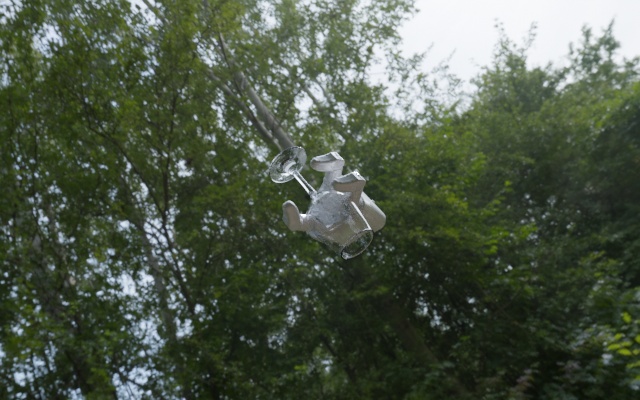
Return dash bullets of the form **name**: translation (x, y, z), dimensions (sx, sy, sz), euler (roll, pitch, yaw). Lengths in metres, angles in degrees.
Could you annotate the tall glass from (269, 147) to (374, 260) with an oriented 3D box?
- **tall glass**: translation (0.000, 0.002, 0.756), dimensions (0.079, 0.079, 0.201), euler (0, 39, -46)
